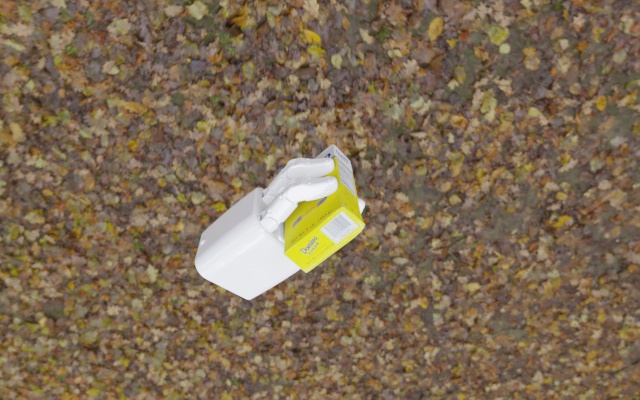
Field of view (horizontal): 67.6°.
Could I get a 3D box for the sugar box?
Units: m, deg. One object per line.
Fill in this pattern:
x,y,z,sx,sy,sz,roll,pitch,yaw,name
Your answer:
0.000,0.002,0.607,0.093,0.048,0.176,-39,27,17,sugar box
